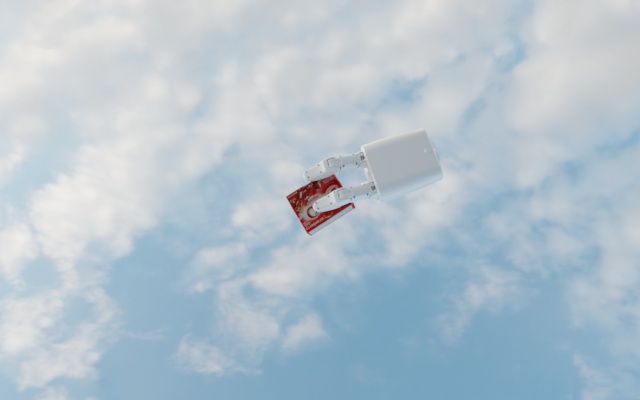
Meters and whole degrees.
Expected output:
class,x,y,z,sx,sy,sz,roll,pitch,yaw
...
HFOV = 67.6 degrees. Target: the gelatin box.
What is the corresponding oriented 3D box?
class,x,y,z,sx,sy,sz,roll,pitch,yaw
gelatin box,0.000,0.003,0.773,0.089,0.073,0.030,-33,-19,3
